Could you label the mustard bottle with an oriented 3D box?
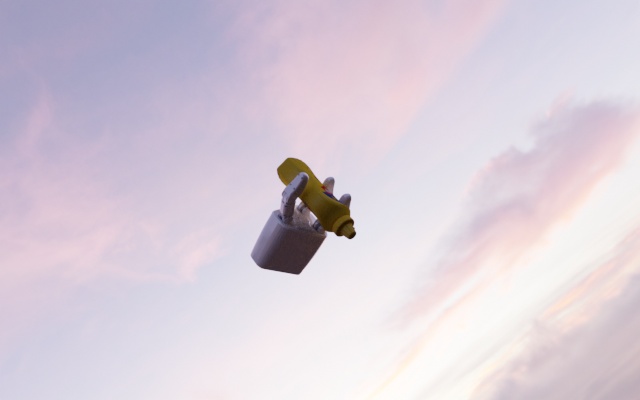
[{"bbox_3d":[0.000,0.002,0.866,0.191,0.058,0.096,48,3,33],"label":"mustard bottle"}]
